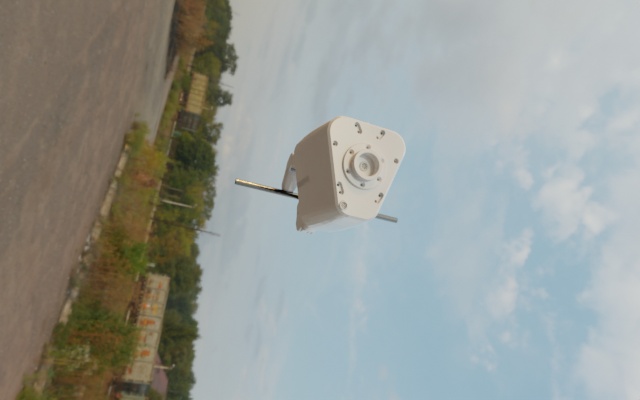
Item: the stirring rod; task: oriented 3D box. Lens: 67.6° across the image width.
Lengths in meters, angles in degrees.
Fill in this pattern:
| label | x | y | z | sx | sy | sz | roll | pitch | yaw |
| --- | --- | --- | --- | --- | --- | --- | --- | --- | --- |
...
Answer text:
| label | x | y | z | sx | sy | sz | roll | pitch | yaw |
| --- | --- | --- | --- | --- | --- | --- | --- | --- | --- |
| stirring rod | 0.000 | 0.002 | 0.661 | 0.239 | 0.011 | 0.011 | 14 | -4 | -18 |
